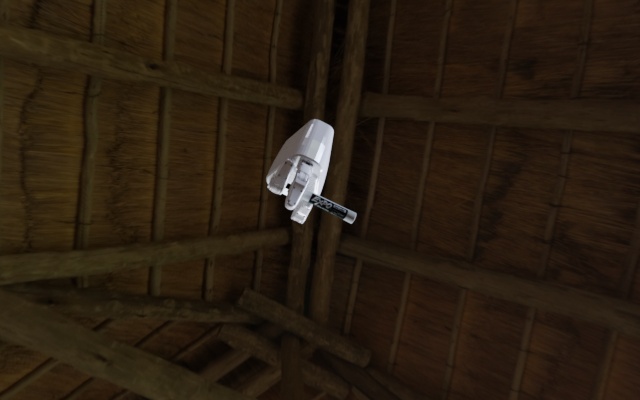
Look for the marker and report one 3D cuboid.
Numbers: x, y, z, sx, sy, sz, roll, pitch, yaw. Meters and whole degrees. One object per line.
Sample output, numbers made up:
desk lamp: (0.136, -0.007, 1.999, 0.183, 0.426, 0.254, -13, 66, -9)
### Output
marker: (0.000, 0.003, 0.760, 0.121, 0.020, 0.020, 26, -4, -8)
